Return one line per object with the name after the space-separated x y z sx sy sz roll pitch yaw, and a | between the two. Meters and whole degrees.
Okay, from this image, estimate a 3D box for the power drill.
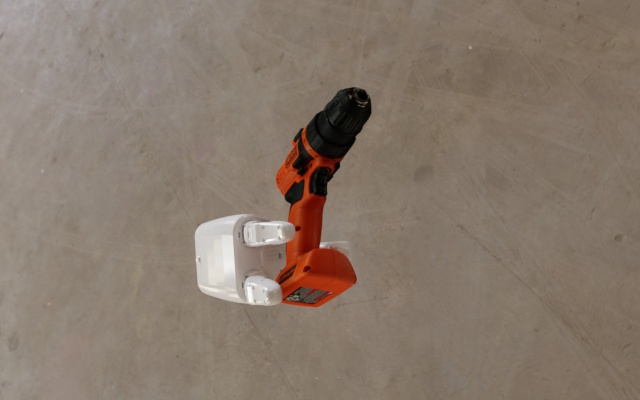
0.000 0.002 0.484 0.057 0.187 0.184 14 -31 -18 | power drill
